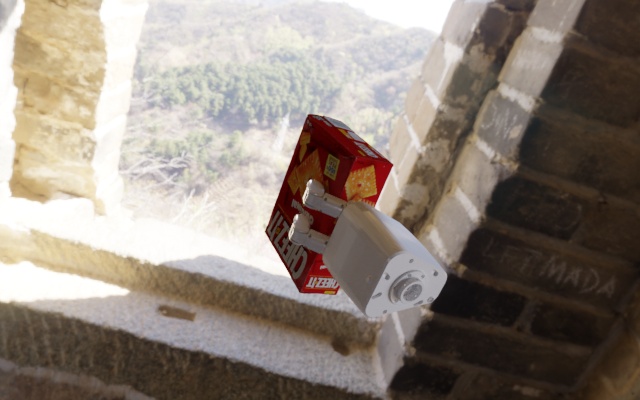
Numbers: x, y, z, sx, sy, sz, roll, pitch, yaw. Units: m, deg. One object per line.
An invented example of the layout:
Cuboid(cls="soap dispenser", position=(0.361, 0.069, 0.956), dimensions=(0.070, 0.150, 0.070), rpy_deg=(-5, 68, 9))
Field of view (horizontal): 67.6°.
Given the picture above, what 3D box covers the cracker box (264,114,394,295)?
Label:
Cuboid(cls="cracker box", position=(0.000, 0.002, 0.694), dimensions=(0.072, 0.214, 0.164), rpy_deg=(9, 25, -31))
